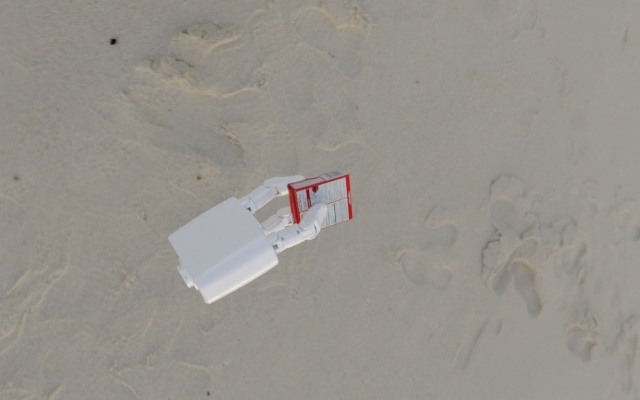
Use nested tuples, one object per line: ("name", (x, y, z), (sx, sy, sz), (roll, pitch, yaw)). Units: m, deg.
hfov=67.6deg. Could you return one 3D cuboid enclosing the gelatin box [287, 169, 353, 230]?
("gelatin box", (0.001, 0.002, 0.684), (0.089, 0.073, 0.030), (-17, 28, -20))
